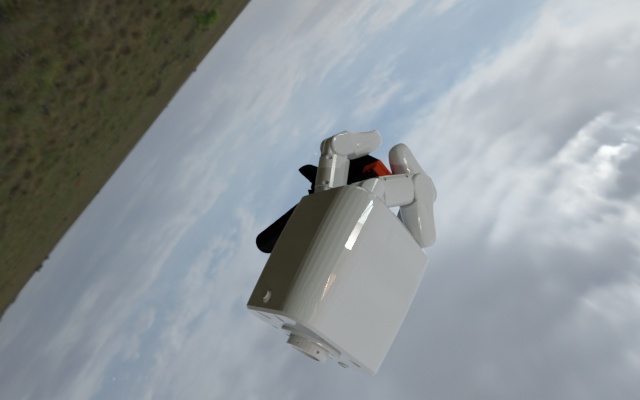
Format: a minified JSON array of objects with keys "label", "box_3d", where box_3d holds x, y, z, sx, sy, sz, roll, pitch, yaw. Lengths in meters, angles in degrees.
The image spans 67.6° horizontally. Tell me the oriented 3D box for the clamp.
[{"label":"clamp","box_3d":[0.001,0.002,0.472,0.039,0.120,0.171,36,-23,-22]}]
